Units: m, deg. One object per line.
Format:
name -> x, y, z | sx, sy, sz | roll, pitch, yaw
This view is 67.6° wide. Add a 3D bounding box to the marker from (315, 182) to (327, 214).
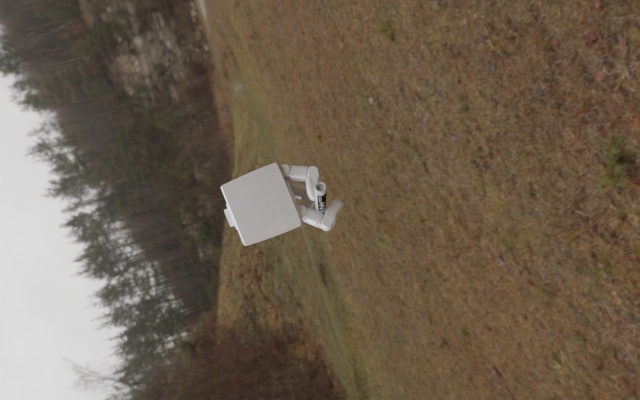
marker -> 0.000, 0.003, 0.800 | 0.020, 0.020, 0.121 | 0, -23, 0
